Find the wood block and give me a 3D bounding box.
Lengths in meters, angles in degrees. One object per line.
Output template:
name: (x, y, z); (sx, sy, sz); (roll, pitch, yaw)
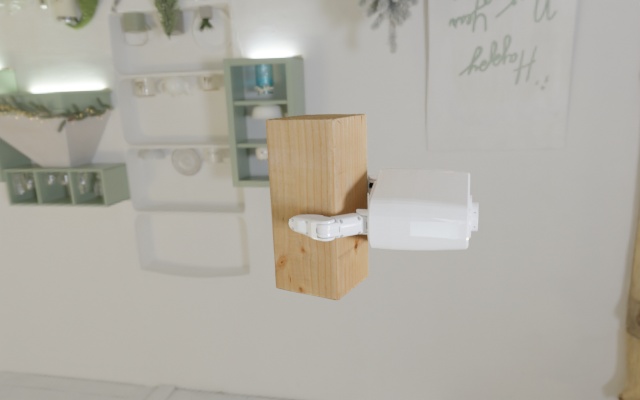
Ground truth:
wood block: (0.000, 0.002, 0.579); (0.090, 0.206, 0.091); (5, 15, 30)
